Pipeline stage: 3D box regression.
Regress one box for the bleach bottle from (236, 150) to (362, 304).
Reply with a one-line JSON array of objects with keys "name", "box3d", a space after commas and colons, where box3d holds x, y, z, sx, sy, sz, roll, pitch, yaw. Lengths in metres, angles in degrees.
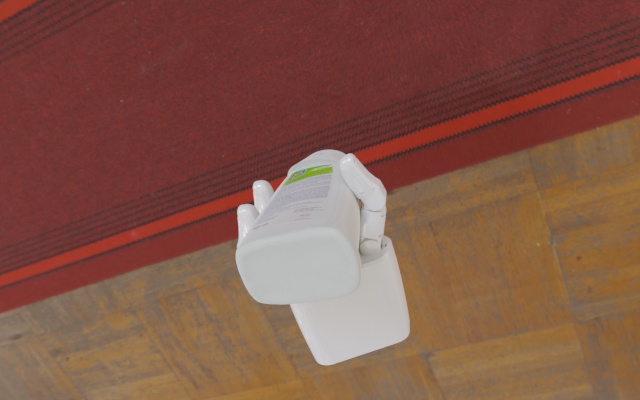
[{"name": "bleach bottle", "box3d": [0.000, 0.002, 0.482, 0.102, 0.068, 0.250, -11, 23, 15]}]
